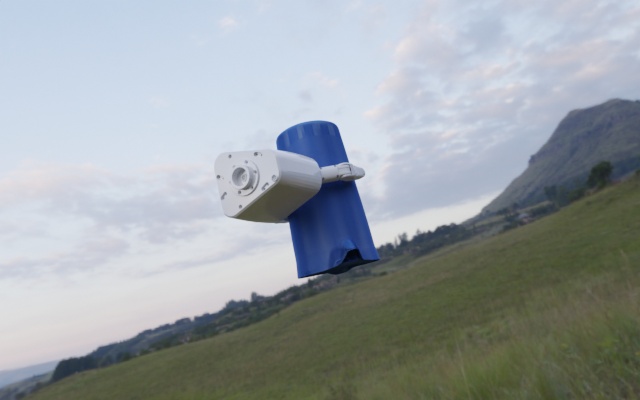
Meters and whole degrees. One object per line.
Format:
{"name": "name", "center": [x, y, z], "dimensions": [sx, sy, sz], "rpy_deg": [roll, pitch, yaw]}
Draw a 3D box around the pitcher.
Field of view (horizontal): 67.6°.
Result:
{"name": "pitcher", "center": [0.000, 0.003, 0.785], "dimensions": [0.149, 0.242, 0.145], "rpy_deg": [-19, -12, 28]}
